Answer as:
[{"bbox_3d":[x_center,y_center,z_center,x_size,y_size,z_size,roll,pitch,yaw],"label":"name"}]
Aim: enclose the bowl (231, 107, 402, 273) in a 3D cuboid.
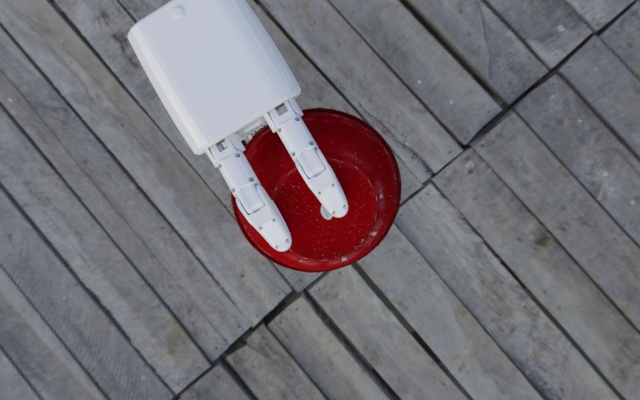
[{"bbox_3d":[0.001,0.002,0.427,0.162,0.162,0.055,0,17,-7],"label":"bowl"}]
